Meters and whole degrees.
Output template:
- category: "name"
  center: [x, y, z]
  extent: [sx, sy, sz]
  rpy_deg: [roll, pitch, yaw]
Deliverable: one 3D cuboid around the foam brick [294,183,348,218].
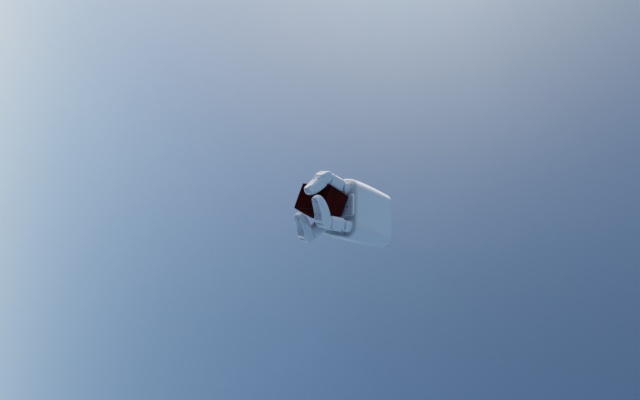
- category: "foam brick"
  center: [0.000, 0.003, 0.877]
  extent: [0.051, 0.053, 0.078]
  rpy_deg: [31, -16, -37]
